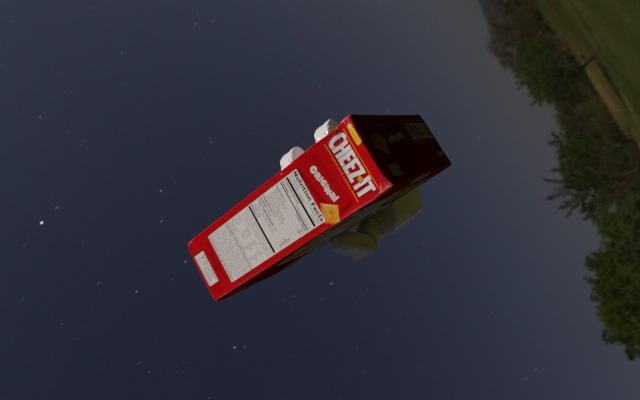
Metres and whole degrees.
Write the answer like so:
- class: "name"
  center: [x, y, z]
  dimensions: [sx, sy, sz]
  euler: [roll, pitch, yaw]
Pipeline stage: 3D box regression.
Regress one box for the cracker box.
- class: "cracker box"
  center: [0.000, 0.002, 0.463]
  dimensions: [0.214, 0.072, 0.164]
  euler: [-35, -8, 30]
